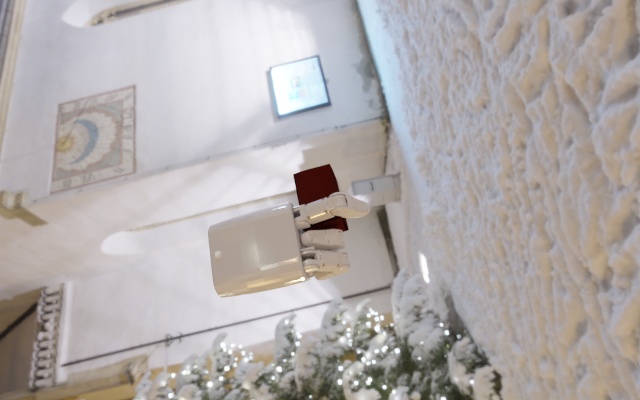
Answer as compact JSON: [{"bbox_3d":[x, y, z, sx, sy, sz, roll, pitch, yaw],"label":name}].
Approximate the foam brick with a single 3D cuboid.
[{"bbox_3d":[0.000,0.002,0.612,0.051,0.078,0.053,-15,-25,6],"label":"foam brick"}]
